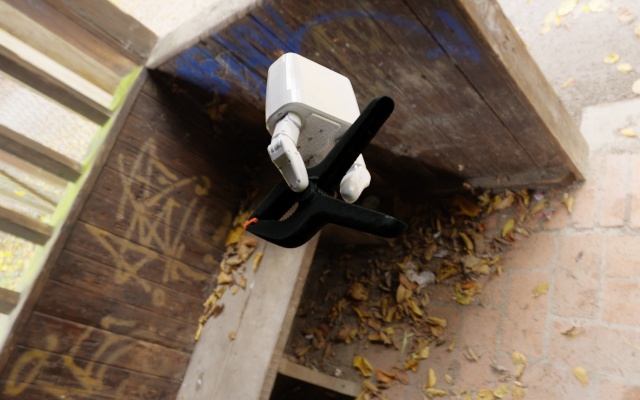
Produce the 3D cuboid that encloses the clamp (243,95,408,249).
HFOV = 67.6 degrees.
[{"bbox_3d":[-0.001,0.001,0.491,0.210,0.164,0.036,-32,-48,28],"label":"clamp"}]
